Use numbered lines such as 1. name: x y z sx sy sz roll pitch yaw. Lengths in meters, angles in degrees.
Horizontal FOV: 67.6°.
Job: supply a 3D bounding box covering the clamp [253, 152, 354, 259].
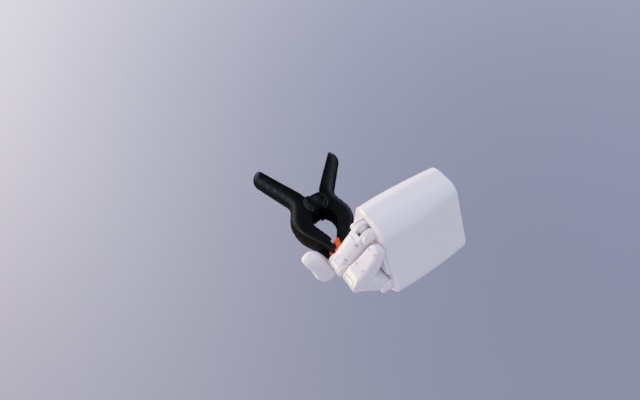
1. clamp: 0.000 0.002 0.615 0.120 0.171 0.039 -28 -33 -15
